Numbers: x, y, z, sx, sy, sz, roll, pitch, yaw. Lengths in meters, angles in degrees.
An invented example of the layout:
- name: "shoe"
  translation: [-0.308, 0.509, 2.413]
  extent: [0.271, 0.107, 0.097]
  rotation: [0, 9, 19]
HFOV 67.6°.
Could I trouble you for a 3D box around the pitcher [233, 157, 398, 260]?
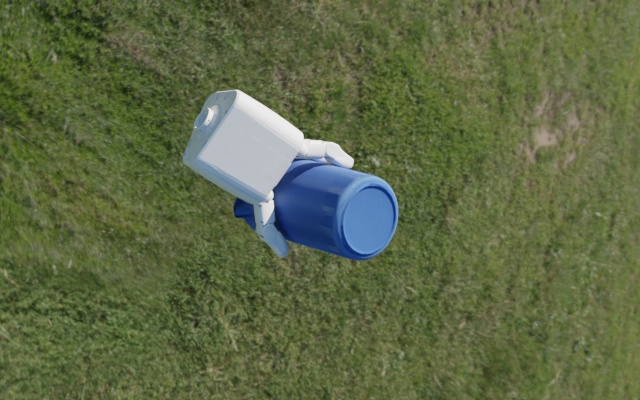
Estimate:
- name: "pitcher"
  translation: [0.000, 0.002, 0.686]
  extent: [0.145, 0.149, 0.243]
  rotation: [35, -12, -35]
